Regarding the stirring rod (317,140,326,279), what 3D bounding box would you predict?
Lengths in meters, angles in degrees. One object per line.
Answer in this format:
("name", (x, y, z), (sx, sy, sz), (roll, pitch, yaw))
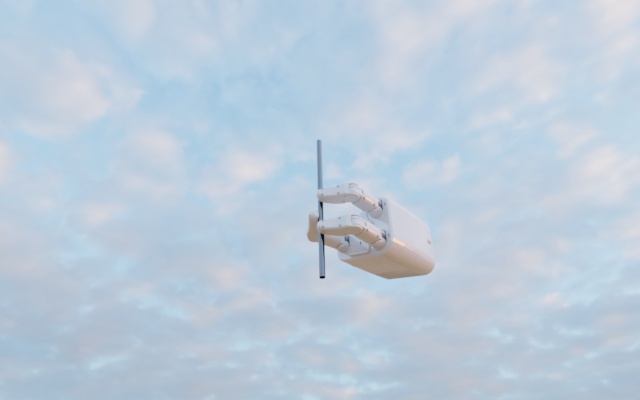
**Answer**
("stirring rod", (0.000, 0.002, 0.678), (0.011, 0.239, 0.011), (-1, -37, -1))
